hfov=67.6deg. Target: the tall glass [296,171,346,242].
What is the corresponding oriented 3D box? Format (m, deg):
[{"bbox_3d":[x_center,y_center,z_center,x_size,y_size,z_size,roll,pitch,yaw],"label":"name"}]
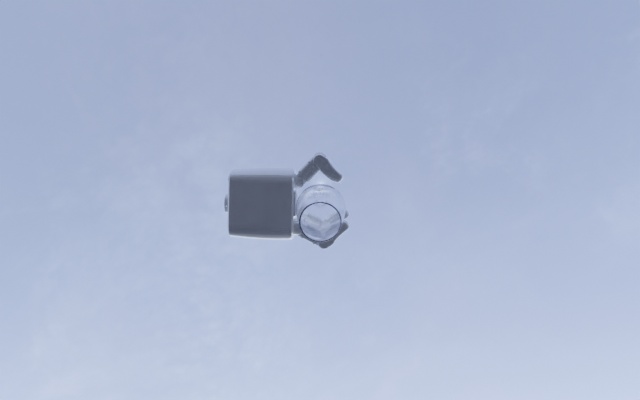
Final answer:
[{"bbox_3d":[0.000,0.002,0.781,0.079,0.079,0.201,0,17,0],"label":"tall glass"}]
